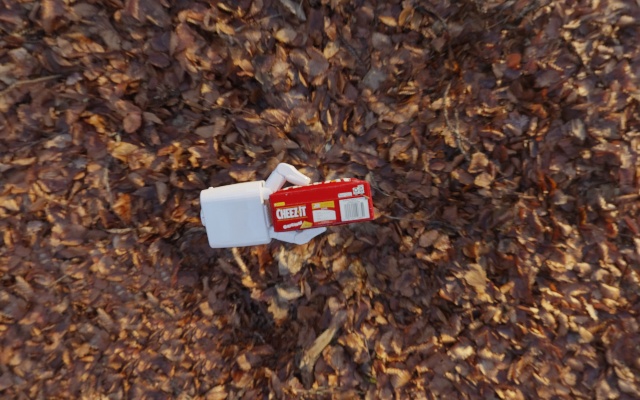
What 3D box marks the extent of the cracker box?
[{"bbox_3d":[0.000,0.003,0.859,0.164,0.072,0.213,-8,4,0],"label":"cracker box"}]
